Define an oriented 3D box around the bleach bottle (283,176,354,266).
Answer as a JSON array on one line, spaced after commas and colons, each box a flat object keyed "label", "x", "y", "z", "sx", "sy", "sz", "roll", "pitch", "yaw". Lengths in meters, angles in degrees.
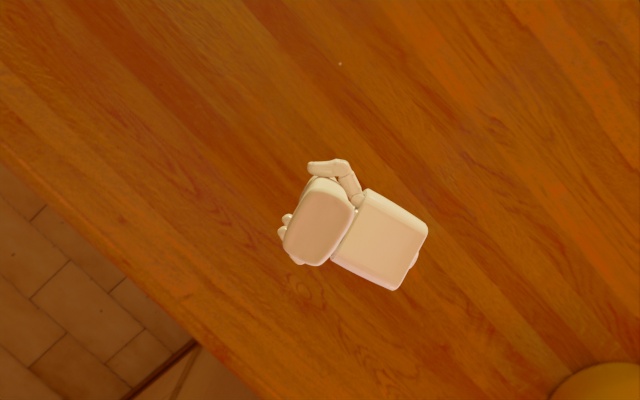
[{"label": "bleach bottle", "x": 0.000, "y": 0.002, "z": 0.702, "sx": 0.068, "sy": 0.102, "sz": 0.250, "roll": 29, "pitch": 15, "yaw": -6}]
